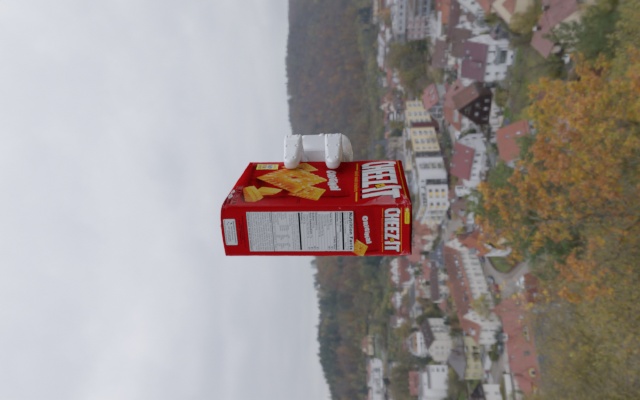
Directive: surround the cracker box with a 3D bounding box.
[{"bbox_3d":[0.000,0.002,0.596,0.214,0.072,0.164,-1,22,5],"label":"cracker box"}]
